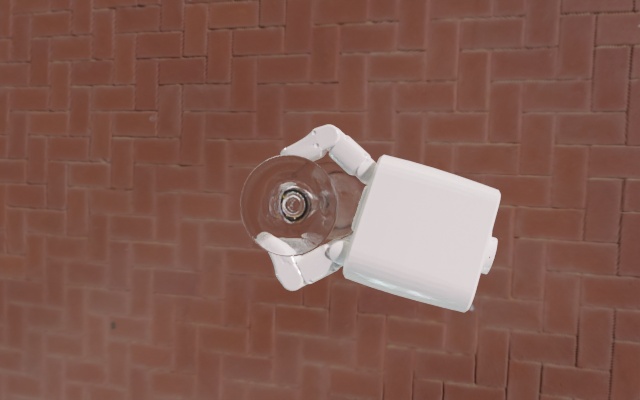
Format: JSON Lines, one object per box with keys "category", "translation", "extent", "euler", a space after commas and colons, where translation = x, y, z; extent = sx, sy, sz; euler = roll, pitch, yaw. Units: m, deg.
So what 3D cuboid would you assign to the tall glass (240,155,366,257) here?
{"category": "tall glass", "translation": [0.000, 0.001, 0.441], "extent": [0.079, 0.079, 0.201], "euler": [0, 2, 13]}
